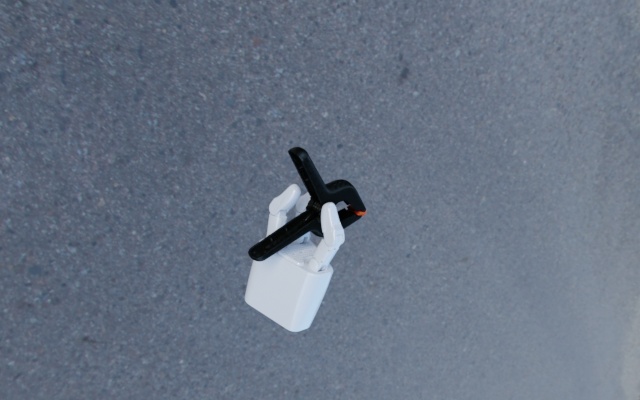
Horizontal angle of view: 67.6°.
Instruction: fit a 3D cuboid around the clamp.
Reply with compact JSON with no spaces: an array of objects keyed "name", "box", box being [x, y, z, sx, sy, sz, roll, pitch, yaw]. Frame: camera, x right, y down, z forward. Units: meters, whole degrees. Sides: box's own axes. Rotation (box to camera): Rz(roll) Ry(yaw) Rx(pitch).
[{"name":"clamp","box":[0.001,0.003,0.686,0.210,0.165,0.036,-5,32,-47]}]
